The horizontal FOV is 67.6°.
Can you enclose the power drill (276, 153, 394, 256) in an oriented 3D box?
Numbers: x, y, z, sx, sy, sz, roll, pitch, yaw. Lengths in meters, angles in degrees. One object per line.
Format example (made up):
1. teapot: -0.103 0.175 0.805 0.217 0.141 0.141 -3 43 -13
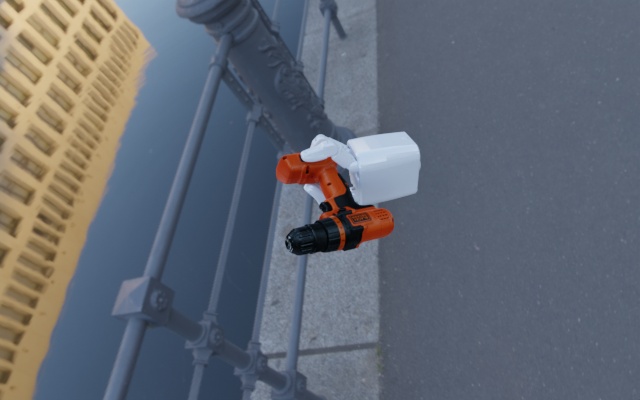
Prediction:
1. power drill: 0.000 0.002 0.756 0.184 0.057 0.187 -9 49 -31
